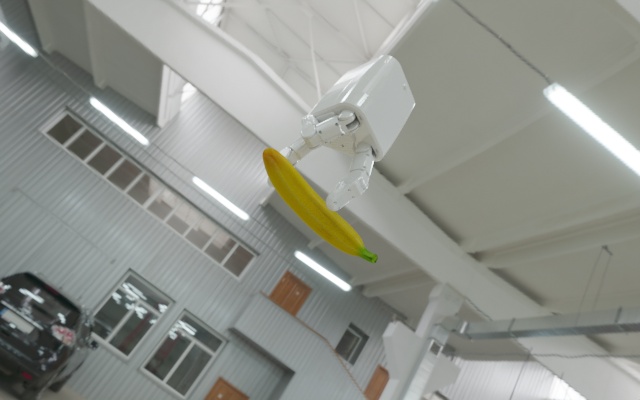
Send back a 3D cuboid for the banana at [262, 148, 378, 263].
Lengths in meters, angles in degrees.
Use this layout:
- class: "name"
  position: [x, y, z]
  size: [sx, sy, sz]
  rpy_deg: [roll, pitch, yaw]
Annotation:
- class: "banana"
  position: [-0.007, 0.007, 0.607]
  size: [0.198, 0.037, 0.069]
  rpy_deg: [43, -27, -16]
